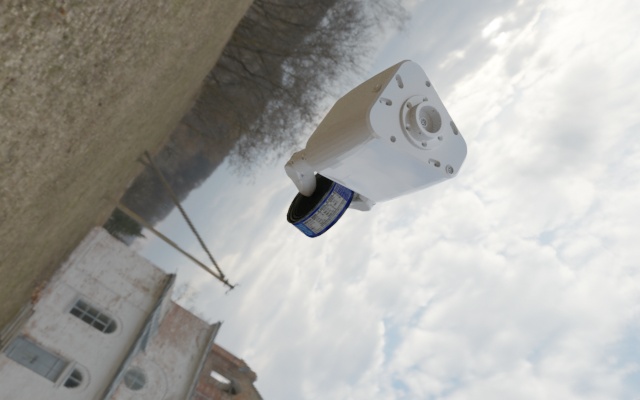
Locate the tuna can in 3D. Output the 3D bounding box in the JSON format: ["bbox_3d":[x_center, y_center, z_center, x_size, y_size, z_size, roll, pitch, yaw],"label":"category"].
[{"bbox_3d":[0.000,0.002,0.566,0.034,0.086,0.086,40,-16,-19],"label":"tuna can"}]
